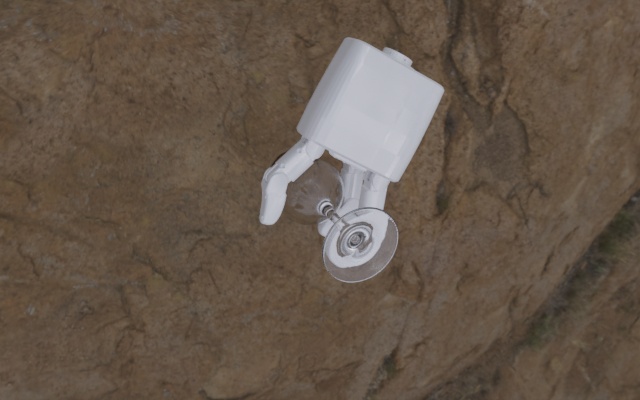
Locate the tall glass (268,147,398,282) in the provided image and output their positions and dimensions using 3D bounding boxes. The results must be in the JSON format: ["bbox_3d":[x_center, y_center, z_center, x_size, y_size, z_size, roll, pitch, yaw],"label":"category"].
[{"bbox_3d":[0.000,0.002,0.503,0.079,0.079,0.201,0,22,-23],"label":"tall glass"}]
